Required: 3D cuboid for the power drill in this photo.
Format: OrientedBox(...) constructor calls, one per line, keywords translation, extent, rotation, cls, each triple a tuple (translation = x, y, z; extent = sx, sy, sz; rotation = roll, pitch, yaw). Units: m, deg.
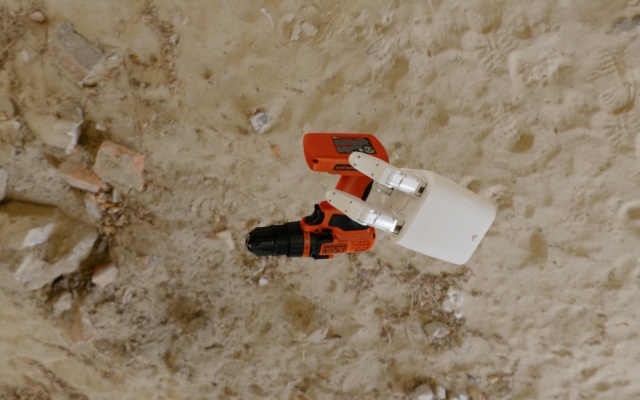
OrientedBox(translation=(0.000, 0.002, 0.621), extent=(0.184, 0.188, 0.057), rotation=(-3, 45, -19), cls="power drill")
